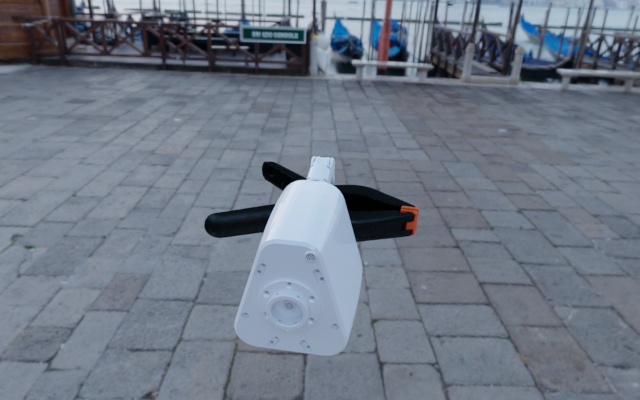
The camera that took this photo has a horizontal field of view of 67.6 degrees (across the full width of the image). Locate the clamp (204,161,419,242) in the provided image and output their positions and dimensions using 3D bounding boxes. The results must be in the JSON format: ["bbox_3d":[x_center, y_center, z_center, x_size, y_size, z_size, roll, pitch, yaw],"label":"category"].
[{"bbox_3d":[0.001,0.001,0.524,0.210,0.036,0.164,5,28,7],"label":"clamp"}]
